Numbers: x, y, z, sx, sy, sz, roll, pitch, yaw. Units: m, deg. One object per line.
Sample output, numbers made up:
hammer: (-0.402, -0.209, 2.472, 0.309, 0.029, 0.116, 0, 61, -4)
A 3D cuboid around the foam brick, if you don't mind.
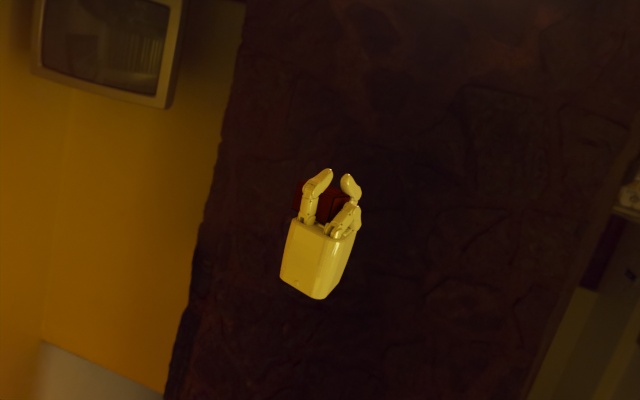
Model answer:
foam brick: (0.000, 0.002, 0.793, 0.078, 0.051, 0.053, 25, 18, 31)
